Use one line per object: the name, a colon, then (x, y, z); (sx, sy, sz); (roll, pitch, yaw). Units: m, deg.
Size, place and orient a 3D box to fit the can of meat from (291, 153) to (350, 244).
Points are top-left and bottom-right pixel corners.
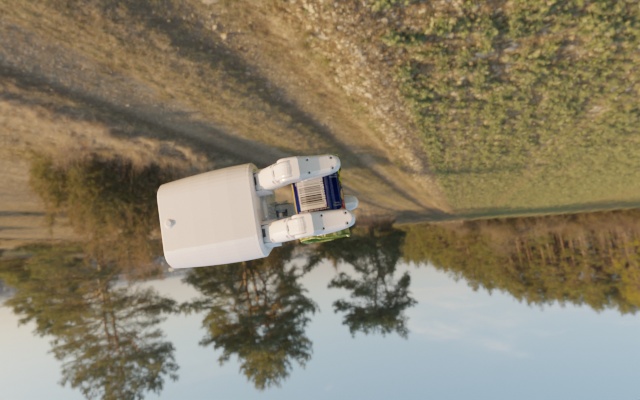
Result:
can of meat: (0.000, 0.002, 0.521); (0.057, 0.084, 0.102); (-10, -7, 4)
